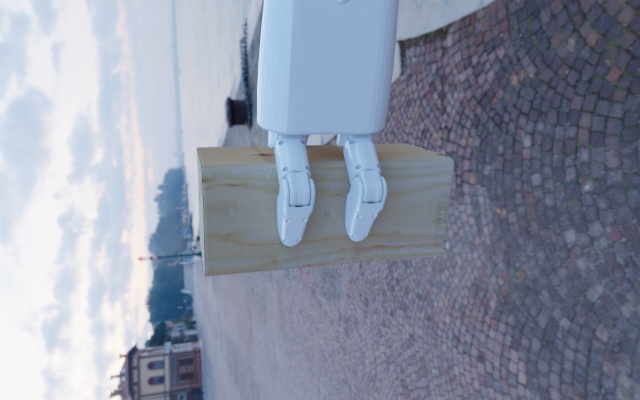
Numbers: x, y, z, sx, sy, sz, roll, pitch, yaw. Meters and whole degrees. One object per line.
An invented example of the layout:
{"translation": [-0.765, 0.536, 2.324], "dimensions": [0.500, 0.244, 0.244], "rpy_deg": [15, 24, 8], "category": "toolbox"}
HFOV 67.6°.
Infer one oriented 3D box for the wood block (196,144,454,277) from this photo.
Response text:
{"translation": [0.000, 0.001, 0.421], "dimensions": [0.206, 0.090, 0.090], "rpy_deg": [-3, 16, -16], "category": "wood block"}
